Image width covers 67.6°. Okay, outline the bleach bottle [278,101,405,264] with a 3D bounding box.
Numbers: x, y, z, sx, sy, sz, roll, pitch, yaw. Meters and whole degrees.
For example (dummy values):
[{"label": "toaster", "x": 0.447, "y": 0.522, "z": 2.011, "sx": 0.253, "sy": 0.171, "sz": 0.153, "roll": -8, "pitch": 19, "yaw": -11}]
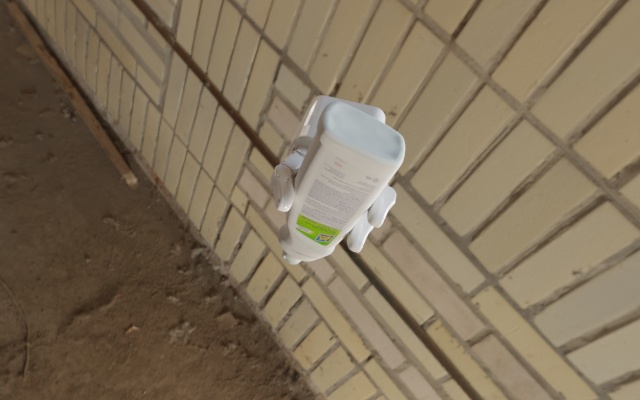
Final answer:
[{"label": "bleach bottle", "x": 0.000, "y": 0.002, "z": 0.587, "sx": 0.102, "sy": 0.068, "sz": 0.251, "roll": 26, "pitch": -44, "yaw": -8}]
